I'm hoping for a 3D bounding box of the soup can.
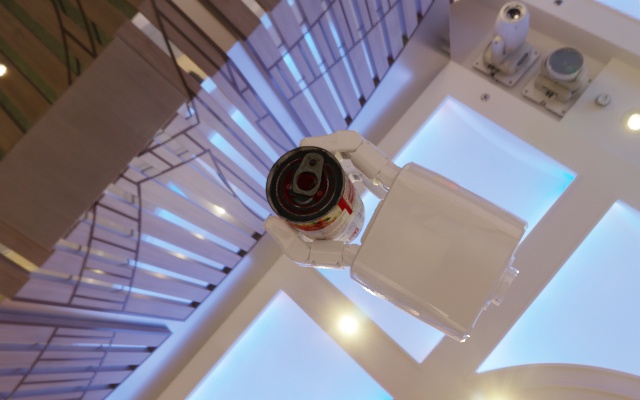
[{"bbox_3d":[0.000,0.001,0.436,0.068,0.068,0.102,0,-18,16],"label":"soup can"}]
